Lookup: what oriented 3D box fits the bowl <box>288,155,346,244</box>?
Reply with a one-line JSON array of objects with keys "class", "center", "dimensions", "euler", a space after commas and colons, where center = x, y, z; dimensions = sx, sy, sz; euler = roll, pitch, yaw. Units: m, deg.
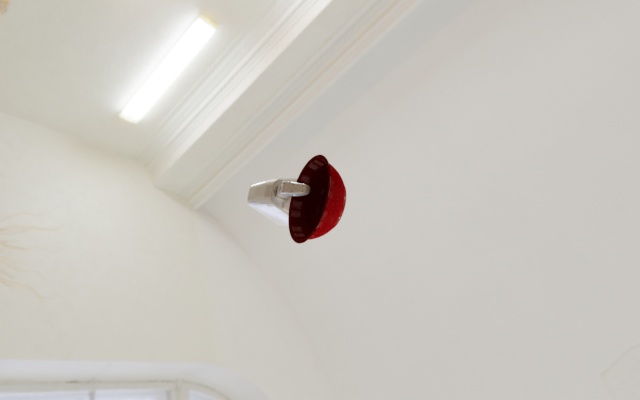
[{"class": "bowl", "center": [0.001, 0.003, 0.850], "dimensions": [0.055, 0.162, 0.162], "euler": [15, -6, -24]}]
